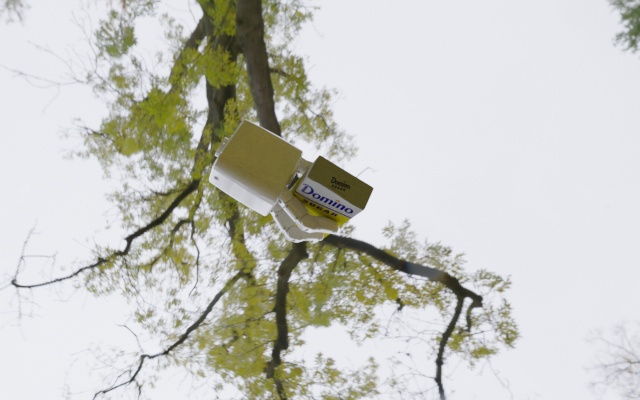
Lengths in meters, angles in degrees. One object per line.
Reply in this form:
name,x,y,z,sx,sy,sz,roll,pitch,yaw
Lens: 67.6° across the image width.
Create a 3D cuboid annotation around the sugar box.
sugar box,0.000,0.003,0.725,0.093,0.048,0.176,31,-23,-7
